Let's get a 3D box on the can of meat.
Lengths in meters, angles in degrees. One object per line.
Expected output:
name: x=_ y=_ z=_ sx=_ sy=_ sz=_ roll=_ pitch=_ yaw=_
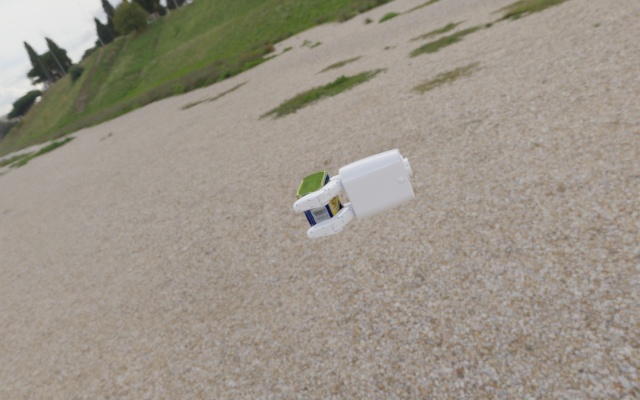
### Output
can of meat: x=0.000 y=0.003 z=0.859 sx=0.057 sy=0.084 sz=0.102 roll=-18 pitch=22 yaw=15
